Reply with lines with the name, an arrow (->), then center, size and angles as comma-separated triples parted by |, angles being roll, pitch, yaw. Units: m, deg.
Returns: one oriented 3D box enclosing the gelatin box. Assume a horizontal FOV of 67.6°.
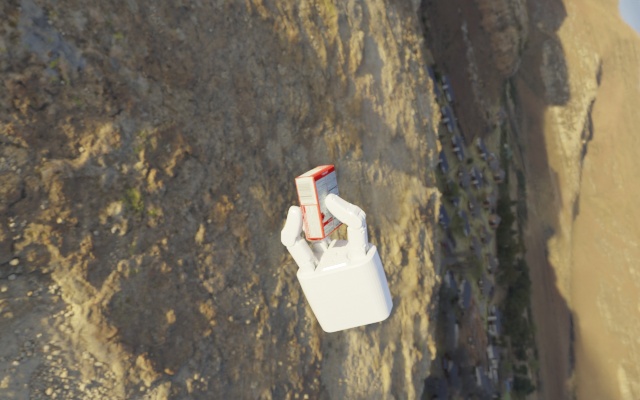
gelatin box -> 0.000, 0.002, 0.659 | 0.030, 0.089, 0.073 | -4, 14, 26
